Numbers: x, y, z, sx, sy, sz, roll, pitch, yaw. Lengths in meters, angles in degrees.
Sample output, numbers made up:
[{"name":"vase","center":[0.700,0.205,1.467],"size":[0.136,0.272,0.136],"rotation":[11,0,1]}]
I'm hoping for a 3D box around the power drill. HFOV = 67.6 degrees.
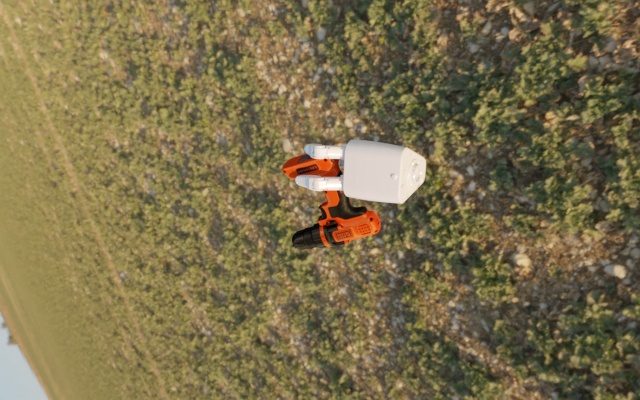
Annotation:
[{"name":"power drill","center":[0.000,0.003,0.899],"size":[0.184,0.188,0.057],"rotation":[-16,23,21]}]
